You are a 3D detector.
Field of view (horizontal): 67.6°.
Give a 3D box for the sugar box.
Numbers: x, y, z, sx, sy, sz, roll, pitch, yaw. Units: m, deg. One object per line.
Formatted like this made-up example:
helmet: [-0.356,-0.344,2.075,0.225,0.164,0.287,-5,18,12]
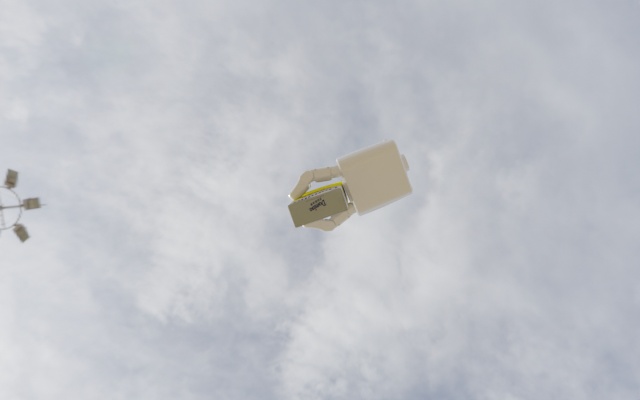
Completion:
sugar box: [0.000,0.002,0.846,0.093,0.048,0.176,-19,2,4]
